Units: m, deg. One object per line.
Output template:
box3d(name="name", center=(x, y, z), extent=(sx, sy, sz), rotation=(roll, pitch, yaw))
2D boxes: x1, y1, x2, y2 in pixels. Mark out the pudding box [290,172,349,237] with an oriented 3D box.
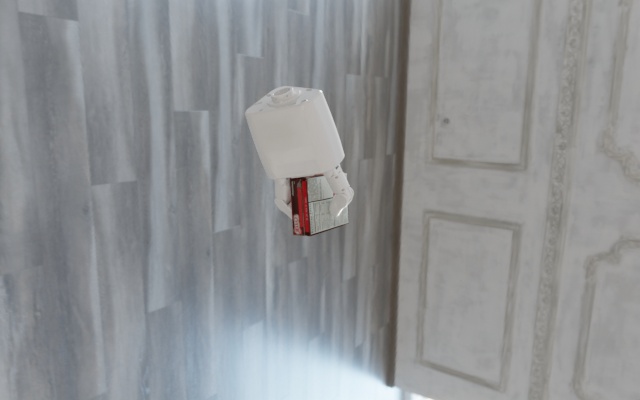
box3d(name="pudding box", center=(0.000, 0.002, 0.750), extent=(0.039, 0.090, 0.113), rotation=(3, 9, 37))
